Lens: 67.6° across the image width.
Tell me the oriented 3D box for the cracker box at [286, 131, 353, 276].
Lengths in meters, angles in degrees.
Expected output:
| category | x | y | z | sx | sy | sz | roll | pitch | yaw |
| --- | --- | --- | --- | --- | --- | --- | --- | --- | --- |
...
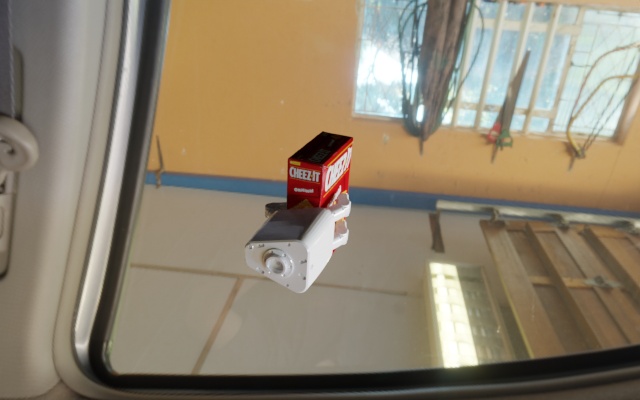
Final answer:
| category | x | y | z | sx | sy | sz | roll | pitch | yaw |
| --- | --- | --- | --- | --- | --- | --- | --- | --- | --- |
| cracker box | 0.000 | 0.003 | 0.861 | 0.072 | 0.214 | 0.164 | 12 | 28 | 16 |
